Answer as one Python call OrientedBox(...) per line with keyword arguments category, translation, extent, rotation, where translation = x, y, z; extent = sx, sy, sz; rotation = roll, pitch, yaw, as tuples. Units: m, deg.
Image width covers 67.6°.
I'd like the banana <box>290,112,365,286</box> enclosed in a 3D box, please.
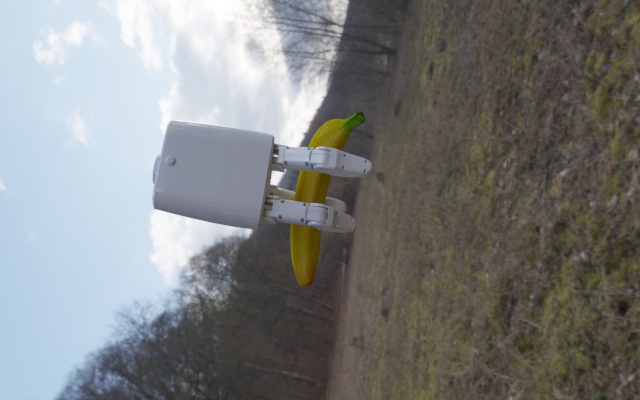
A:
OrientedBox(category="banana", translation=(-0.005, -0.006, 0.530), extent=(0.037, 0.198, 0.069), rotation=(11, 11, -22))
